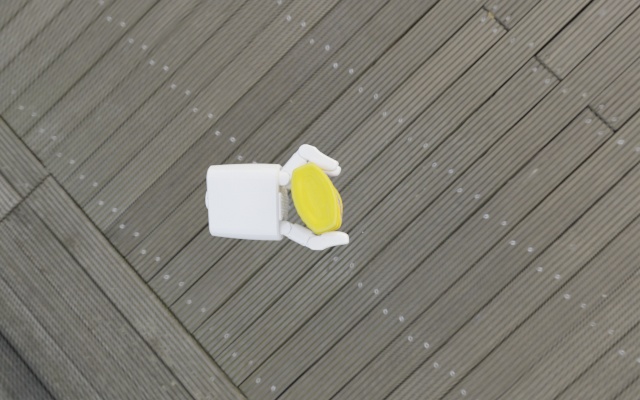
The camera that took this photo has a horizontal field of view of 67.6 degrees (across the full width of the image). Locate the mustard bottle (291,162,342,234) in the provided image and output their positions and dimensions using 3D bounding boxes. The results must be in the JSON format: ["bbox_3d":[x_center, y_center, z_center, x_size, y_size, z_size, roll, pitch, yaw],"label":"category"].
[{"bbox_3d":[0.000,0.002,0.726,0.058,0.096,0.191,-22,-5,3],"label":"mustard bottle"}]
